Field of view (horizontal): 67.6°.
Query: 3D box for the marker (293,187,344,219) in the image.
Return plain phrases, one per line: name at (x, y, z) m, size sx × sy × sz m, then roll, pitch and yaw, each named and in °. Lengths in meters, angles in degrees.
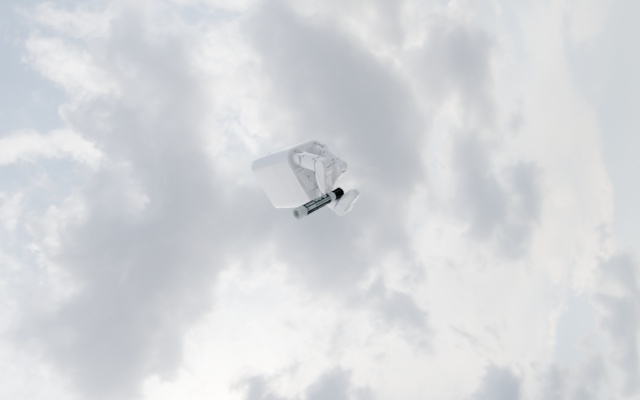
marker at (0.000, 0.003, 0.789) m, size 0.020 × 0.020 × 0.121 m, roll 0°, pitch 18°, yaw 40°
